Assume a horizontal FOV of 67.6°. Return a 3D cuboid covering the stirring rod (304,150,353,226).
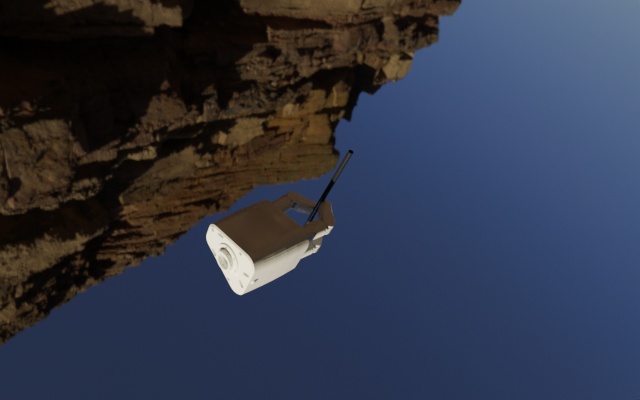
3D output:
[{"bbox_3d":[0.000,0.003,0.781,0.011,0.011,0.240,0,-38,-28],"label":"stirring rod"}]
